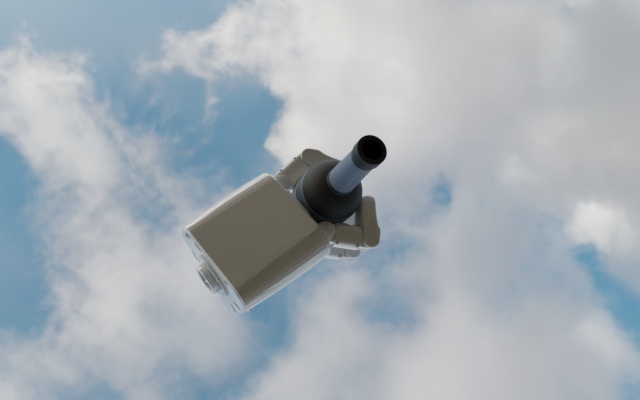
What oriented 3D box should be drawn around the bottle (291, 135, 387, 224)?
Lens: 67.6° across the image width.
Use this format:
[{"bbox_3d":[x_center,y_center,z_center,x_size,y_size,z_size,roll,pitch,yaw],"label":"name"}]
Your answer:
[{"bbox_3d":[0.000,0.002,0.531,0.069,0.069,0.296,0,-18,-18],"label":"bottle"}]
